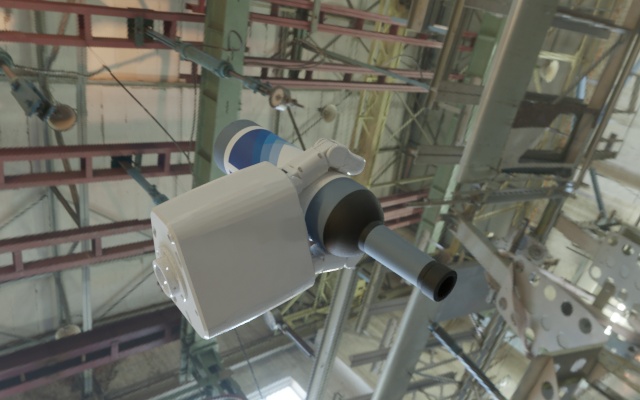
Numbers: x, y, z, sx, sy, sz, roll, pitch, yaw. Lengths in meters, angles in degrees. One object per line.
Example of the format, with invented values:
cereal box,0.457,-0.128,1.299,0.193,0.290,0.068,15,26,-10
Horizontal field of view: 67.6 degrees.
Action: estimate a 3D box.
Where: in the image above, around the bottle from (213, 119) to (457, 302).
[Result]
bottle,0.000,0.001,0.447,0.069,0.069,0.295,0,25,-44
